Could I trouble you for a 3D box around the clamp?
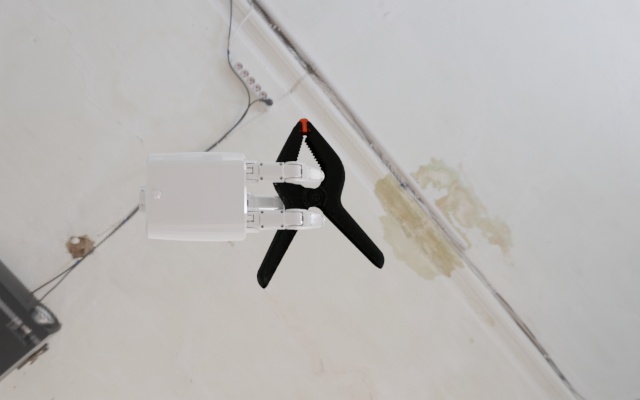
[{"bbox_3d":[0.000,0.002,0.606,0.164,0.210,0.036,0,-7,-16],"label":"clamp"}]
